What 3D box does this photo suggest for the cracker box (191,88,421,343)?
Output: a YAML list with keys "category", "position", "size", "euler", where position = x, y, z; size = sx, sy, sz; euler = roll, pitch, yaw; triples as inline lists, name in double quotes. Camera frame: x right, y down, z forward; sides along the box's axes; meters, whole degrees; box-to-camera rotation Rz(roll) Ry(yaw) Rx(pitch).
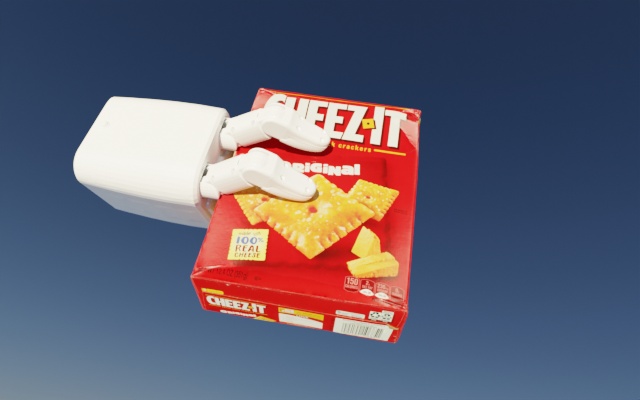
- category: "cracker box"
  position: [0.000, 0.002, 0.426]
  size: [0.164, 0.213, 0.072]
  euler: [9, -35, 4]
